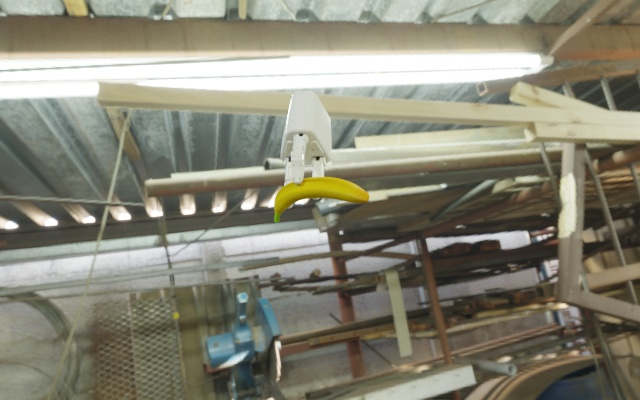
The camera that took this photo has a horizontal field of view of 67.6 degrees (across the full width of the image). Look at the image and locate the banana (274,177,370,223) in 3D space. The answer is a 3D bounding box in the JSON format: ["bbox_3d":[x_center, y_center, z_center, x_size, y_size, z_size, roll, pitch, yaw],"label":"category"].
[{"bbox_3d":[-0.011,-0.011,0.856,0.198,0.070,0.037,-12,32,28],"label":"banana"}]
